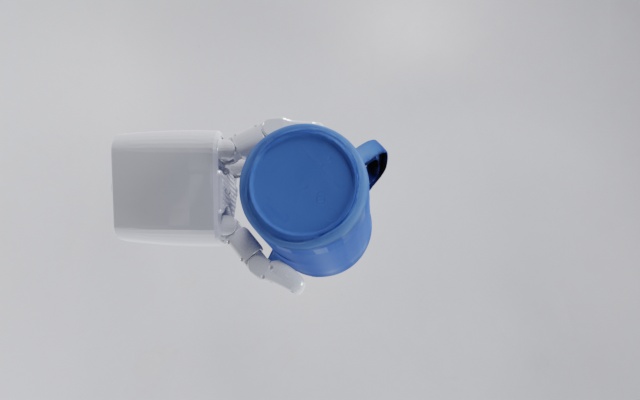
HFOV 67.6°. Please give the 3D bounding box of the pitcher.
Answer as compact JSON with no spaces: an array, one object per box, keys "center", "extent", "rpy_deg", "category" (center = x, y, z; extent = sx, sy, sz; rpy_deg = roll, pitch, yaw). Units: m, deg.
[{"center":[0.000,0.002,0.502],"extent":[0.145,0.149,0.243],"rpy_deg":[3,-11,4],"category":"pitcher"}]
